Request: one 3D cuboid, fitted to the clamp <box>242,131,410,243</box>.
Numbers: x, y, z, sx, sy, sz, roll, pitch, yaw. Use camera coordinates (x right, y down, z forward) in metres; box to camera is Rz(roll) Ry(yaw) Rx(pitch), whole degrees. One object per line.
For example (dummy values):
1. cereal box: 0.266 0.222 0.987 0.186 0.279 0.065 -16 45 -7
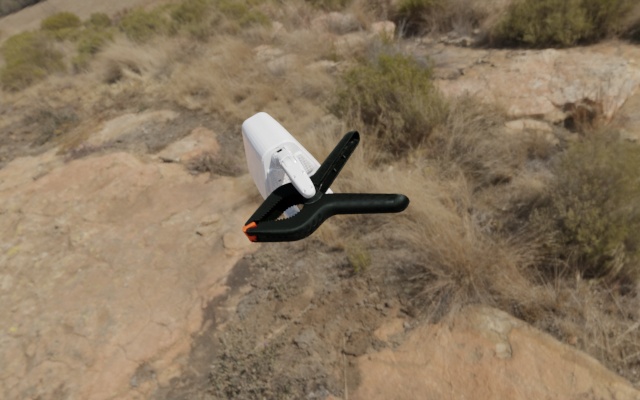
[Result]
1. clamp: -0.001 0.002 0.620 0.210 0.036 0.164 -32 44 -6
